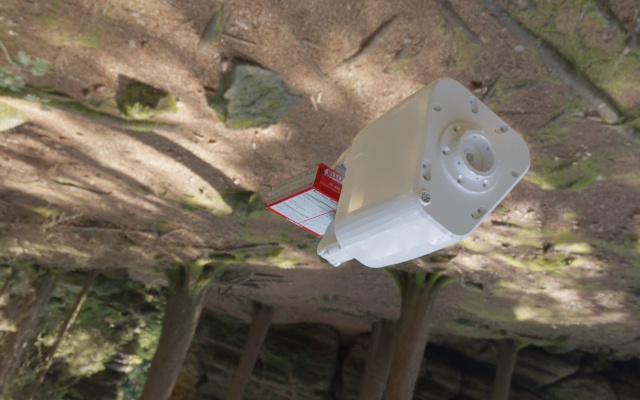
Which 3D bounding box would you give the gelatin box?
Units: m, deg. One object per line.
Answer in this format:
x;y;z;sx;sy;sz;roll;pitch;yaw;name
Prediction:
0.000;0.002;0.476;0.073;0.030;0.089;30;-31;-28;gelatin box
